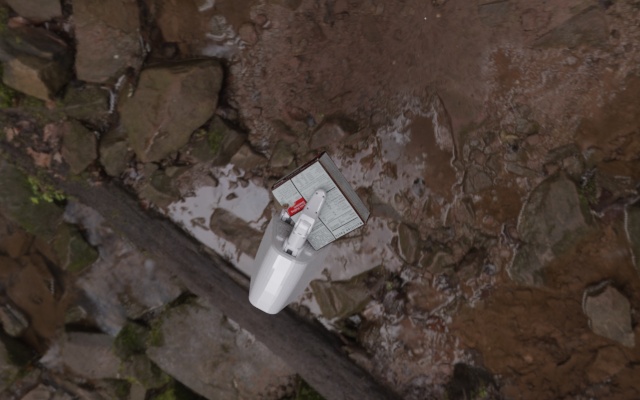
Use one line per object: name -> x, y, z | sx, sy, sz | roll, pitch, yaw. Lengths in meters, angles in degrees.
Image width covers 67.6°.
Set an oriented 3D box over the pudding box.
pudding box -> 0.000, 0.002, 0.653 | 0.090, 0.113, 0.039 | -31, 14, 26
